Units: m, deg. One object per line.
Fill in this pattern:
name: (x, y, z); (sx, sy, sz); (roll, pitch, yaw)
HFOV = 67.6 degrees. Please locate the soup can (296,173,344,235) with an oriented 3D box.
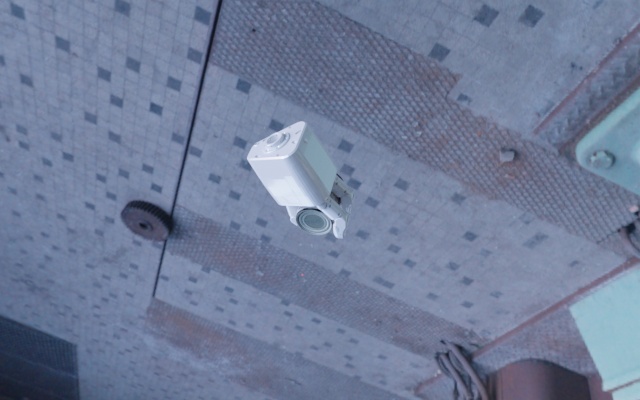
soup can: (0.000, 0.003, 0.849); (0.068, 0.102, 0.069); (9, -43, 9)
